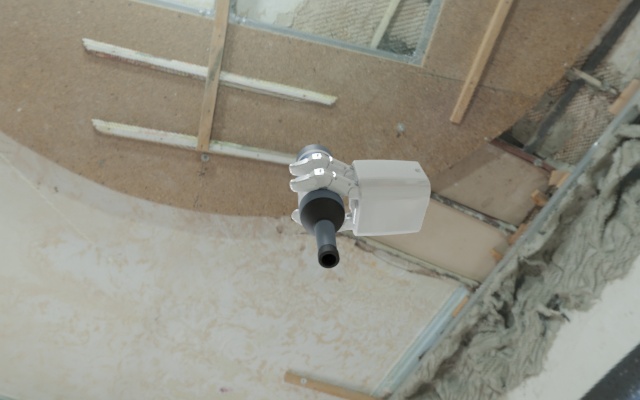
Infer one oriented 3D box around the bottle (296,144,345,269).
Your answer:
[{"bbox_3d":[0.000,0.002,0.722,0.069,0.069,0.295,0,29,-5],"label":"bottle"}]
